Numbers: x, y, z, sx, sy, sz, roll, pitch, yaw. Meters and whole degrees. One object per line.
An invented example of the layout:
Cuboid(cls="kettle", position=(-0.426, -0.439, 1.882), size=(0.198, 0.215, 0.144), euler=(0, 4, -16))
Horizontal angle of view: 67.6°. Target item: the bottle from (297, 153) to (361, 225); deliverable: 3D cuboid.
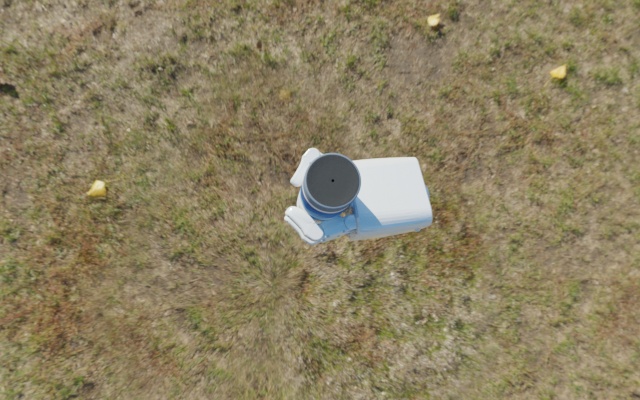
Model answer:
Cuboid(cls="bottle", position=(0.000, 0.002, 0.692), size=(0.069, 0.069, 0.296), euler=(0, -10, -6))
